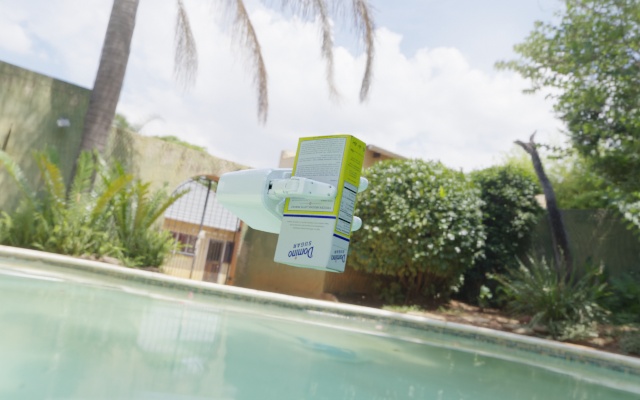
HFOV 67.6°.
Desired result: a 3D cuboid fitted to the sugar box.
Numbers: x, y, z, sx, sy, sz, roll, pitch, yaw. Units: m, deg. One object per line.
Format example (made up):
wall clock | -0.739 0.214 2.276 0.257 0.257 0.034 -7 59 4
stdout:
sugar box | 0.000 0.002 0.633 0.093 0.176 0.048 2 -12 40
